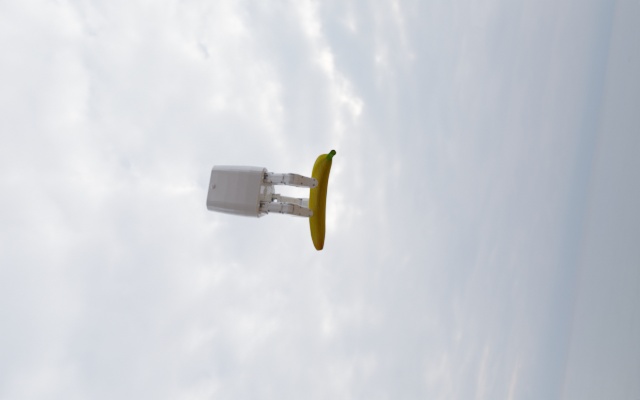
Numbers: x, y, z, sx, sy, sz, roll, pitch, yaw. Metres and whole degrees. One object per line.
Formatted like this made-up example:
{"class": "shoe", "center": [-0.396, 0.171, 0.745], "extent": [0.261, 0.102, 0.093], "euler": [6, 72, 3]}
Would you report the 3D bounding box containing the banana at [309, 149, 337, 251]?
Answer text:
{"class": "banana", "center": [-0.002, -0.005, 0.915], "extent": [0.037, 0.198, 0.069], "euler": [3, 14, -9]}
